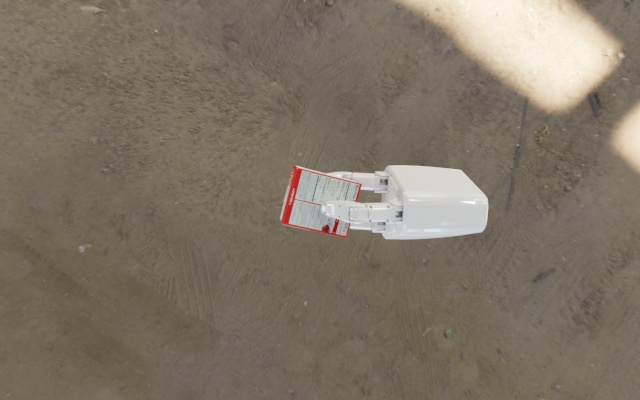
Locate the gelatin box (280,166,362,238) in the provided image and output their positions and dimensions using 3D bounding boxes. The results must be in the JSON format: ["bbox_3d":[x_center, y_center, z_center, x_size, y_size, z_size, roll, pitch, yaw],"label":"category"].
[{"bbox_3d":[0.000,0.002,0.603,0.089,0.073,0.030,13,7,-14],"label":"gelatin box"}]
